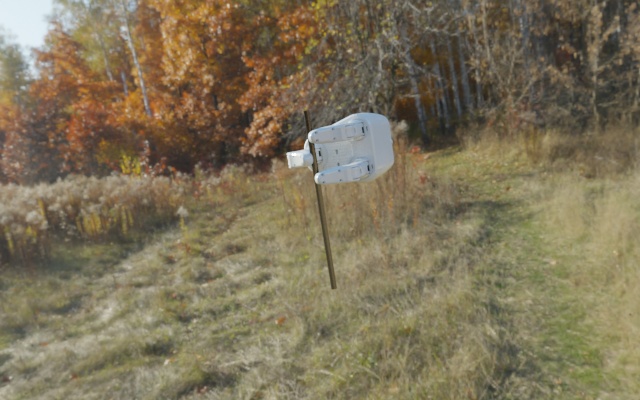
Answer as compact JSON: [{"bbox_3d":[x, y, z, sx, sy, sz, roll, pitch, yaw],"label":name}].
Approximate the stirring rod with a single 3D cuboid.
[{"bbox_3d":[0.000,0.002,0.632,0.011,0.239,0.011,-9,8,1],"label":"stirring rod"}]
